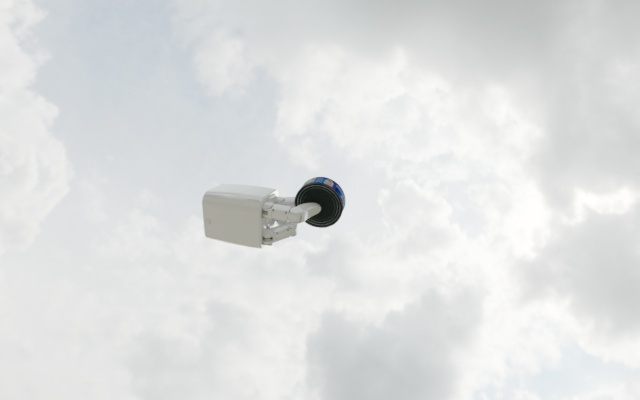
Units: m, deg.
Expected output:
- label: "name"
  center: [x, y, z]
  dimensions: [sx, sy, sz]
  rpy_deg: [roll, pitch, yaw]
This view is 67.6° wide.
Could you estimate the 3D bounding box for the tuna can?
- label: "tuna can"
  center: [0.000, 0.002, 0.831]
  dimensions: [0.086, 0.086, 0.033]
  rpy_deg: [0, 25, 16]
